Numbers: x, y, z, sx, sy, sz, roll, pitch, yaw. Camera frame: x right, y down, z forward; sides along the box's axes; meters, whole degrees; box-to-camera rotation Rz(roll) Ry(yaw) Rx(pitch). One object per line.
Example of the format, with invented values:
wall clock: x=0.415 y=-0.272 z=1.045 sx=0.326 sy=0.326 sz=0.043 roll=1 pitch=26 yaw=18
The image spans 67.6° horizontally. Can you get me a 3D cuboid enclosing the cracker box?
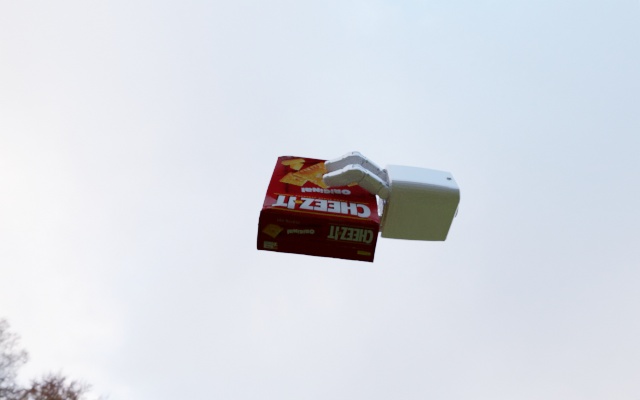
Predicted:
cracker box: x=0.000 y=0.002 z=0.732 sx=0.164 sy=0.072 sz=0.213 roll=6 pitch=25 yaw=-1
